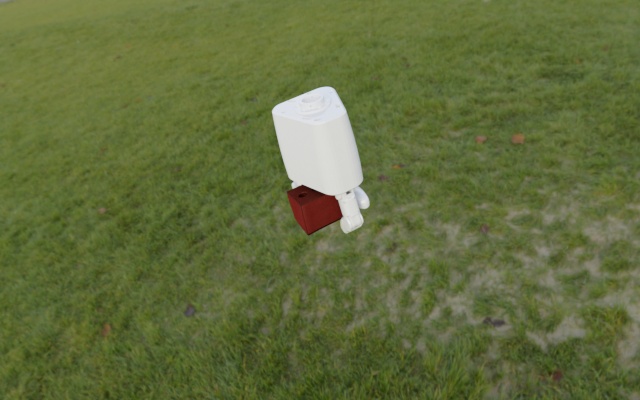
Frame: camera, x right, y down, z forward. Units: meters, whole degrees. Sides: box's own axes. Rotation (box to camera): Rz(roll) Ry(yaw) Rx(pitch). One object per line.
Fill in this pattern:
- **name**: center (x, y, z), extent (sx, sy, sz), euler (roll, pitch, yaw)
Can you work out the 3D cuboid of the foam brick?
- **foam brick**: center (0.000, 0.002, 0.676), extent (0.078, 0.051, 0.053), euler (-26, 35, -15)
